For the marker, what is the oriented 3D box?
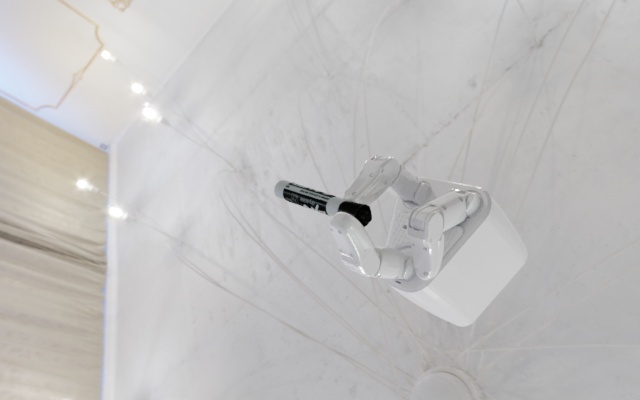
[{"bbox_3d":[0.000,0.001,0.415,0.020,0.020,0.121,0,11,-39],"label":"marker"}]
